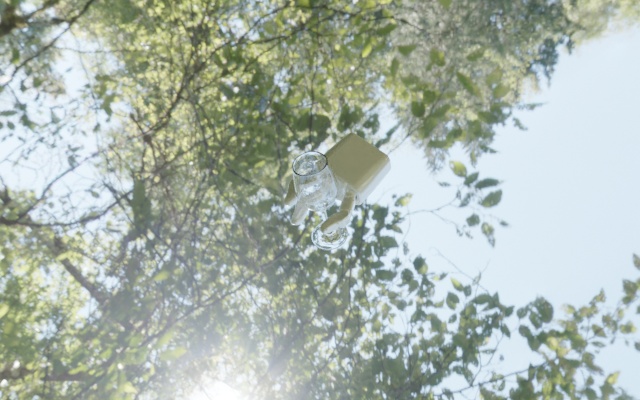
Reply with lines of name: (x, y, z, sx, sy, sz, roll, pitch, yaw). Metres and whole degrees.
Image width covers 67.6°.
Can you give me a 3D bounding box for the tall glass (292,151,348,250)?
tall glass: (0.000, 0.003, 0.882, 0.079, 0.079, 0.201, 0, -41, 15)
